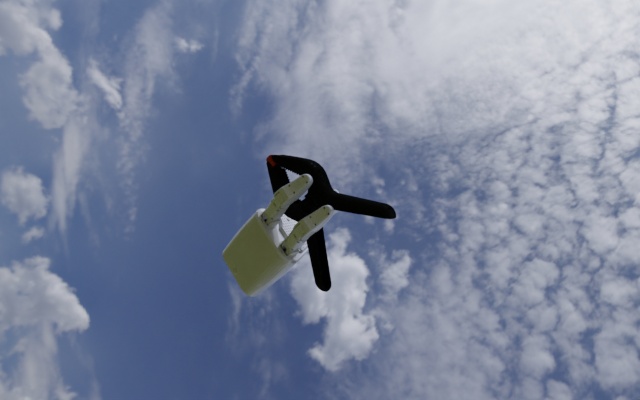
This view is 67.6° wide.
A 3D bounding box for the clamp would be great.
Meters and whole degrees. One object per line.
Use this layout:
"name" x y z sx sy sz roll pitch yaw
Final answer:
"clamp" 0.000 0.002 0.681 0.165 0.210 0.036 -44 -19 27
